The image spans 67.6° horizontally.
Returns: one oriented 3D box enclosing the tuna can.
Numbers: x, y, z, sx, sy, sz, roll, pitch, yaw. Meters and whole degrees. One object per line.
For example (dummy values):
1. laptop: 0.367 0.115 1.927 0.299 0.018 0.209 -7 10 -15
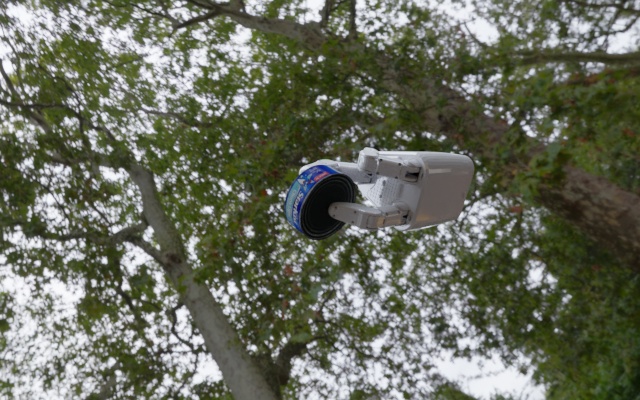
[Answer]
1. tuna can: 0.000 0.002 0.562 0.086 0.086 0.033 0 25 -45
